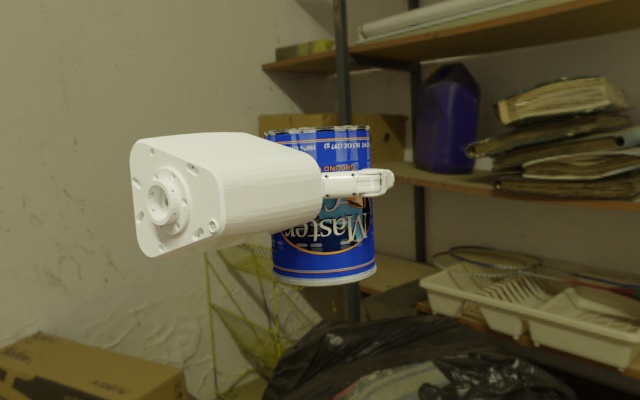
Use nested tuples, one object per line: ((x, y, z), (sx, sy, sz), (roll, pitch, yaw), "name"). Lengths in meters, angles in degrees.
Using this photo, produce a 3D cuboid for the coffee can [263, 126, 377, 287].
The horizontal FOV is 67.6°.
((0.000, 0.002, 0.464), (0.103, 0.140, 0.103), (-3, 6, 0), "coffee can")
